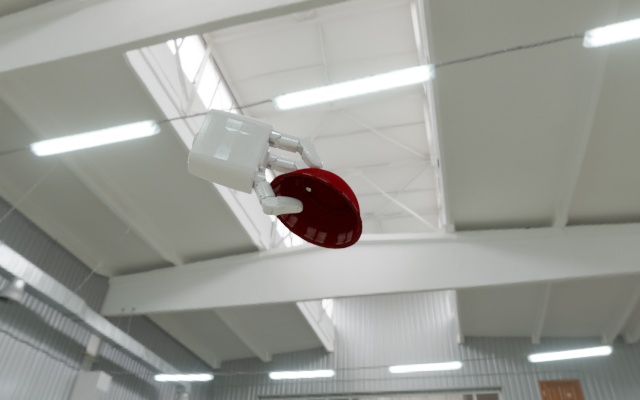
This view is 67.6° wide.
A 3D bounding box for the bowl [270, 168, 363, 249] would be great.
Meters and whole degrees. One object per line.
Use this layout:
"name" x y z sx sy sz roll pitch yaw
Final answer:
"bowl" 0.001 0.003 0.748 0.162 0.162 0.055 0 42 35
